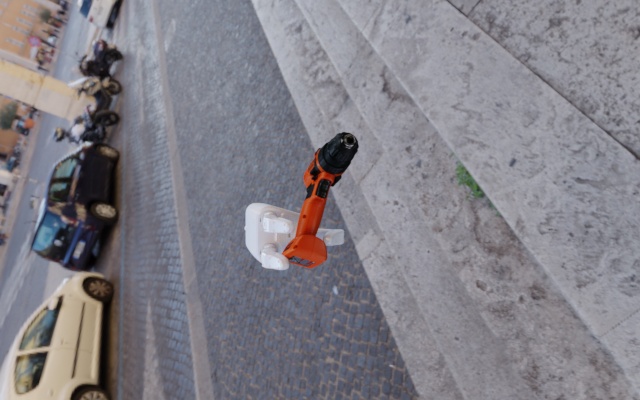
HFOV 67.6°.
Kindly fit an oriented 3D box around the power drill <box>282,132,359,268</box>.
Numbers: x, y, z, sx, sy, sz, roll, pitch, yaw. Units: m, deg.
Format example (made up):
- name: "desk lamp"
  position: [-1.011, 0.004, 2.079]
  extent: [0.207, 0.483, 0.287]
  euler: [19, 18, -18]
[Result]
- name: "power drill"
  position: [0.000, 0.003, 0.730]
  extent: [0.057, 0.187, 0.184]
  euler: [19, -20, -9]
